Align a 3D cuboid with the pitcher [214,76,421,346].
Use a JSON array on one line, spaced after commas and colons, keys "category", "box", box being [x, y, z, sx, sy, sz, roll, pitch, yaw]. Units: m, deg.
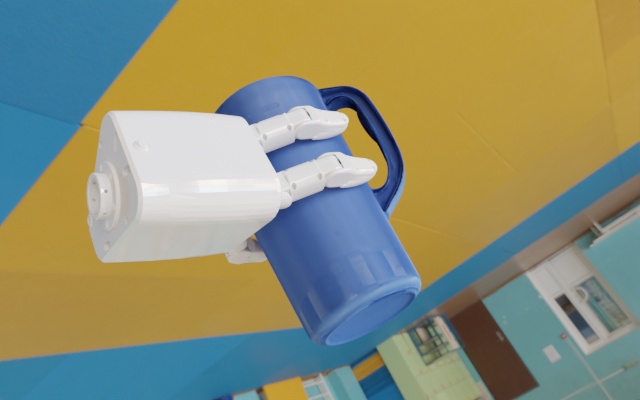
[{"category": "pitcher", "box": [0.000, 0.002, 0.458, 0.145, 0.242, 0.149, -4, -37, -40]}]
